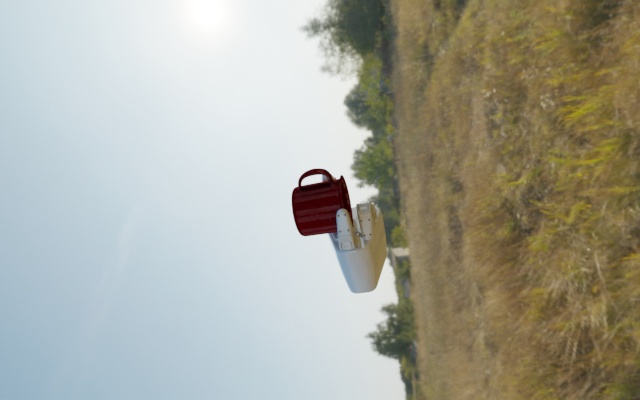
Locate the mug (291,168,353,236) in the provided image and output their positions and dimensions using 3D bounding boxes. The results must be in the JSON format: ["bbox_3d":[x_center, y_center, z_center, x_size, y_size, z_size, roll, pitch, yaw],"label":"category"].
[{"bbox_3d":[0.000,0.001,0.748,0.081,0.117,0.093,-10,35,11],"label":"mug"}]
